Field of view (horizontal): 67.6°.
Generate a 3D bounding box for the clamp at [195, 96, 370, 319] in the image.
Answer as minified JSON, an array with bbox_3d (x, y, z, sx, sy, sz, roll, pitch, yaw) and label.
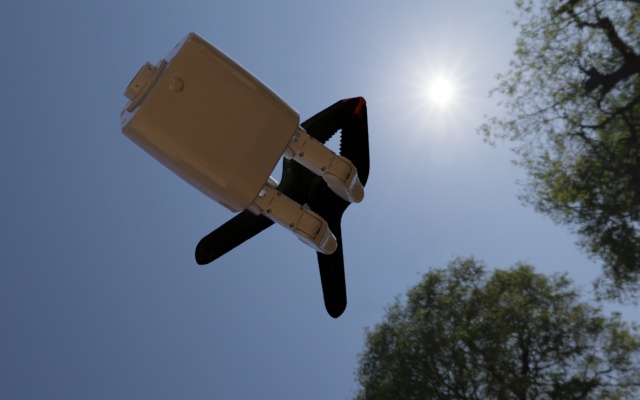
[{"bbox_3d":[0.000,0.001,0.453,0.165,0.210,0.036,38,-16,-32],"label":"clamp"}]
